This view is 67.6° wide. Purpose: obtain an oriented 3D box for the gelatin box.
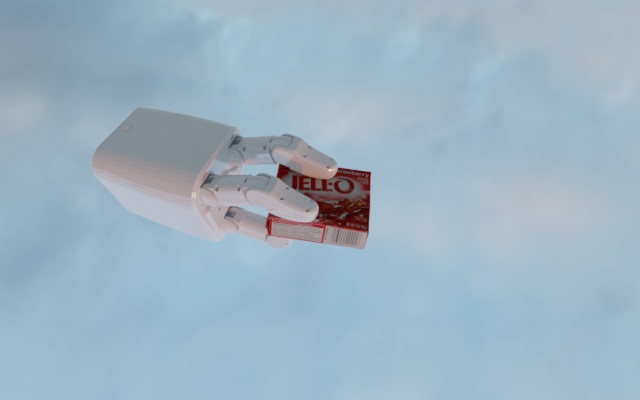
[{"bbox_3d":[0.000,0.002,0.434,0.089,0.073,0.030,9,-41,-2],"label":"gelatin box"}]
